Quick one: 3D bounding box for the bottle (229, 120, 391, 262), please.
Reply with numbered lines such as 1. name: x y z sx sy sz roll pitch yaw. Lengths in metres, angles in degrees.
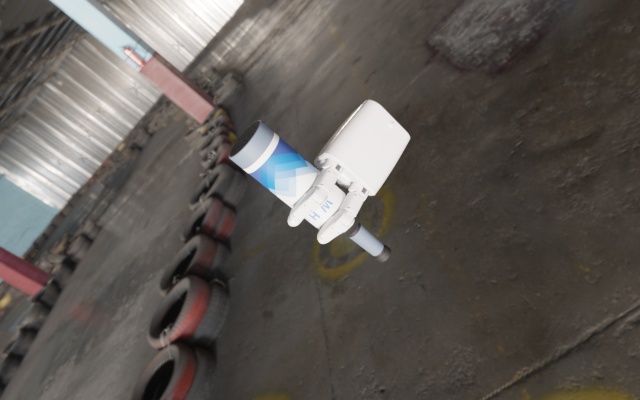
1. bottle: 0.000 0.002 0.707 0.296 0.069 0.069 40 -19 -24
